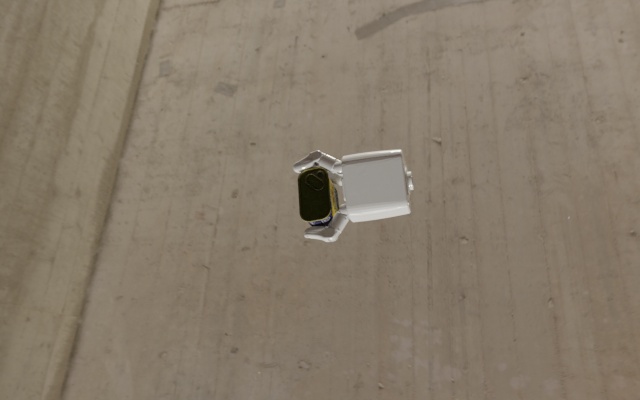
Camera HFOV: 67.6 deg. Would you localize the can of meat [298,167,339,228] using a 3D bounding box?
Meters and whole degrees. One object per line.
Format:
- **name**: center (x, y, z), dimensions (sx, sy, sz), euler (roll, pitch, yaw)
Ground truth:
- **can of meat**: center (0.000, 0.003, 0.872), dimensions (0.057, 0.102, 0.084), euler (-11, -24, 14)
